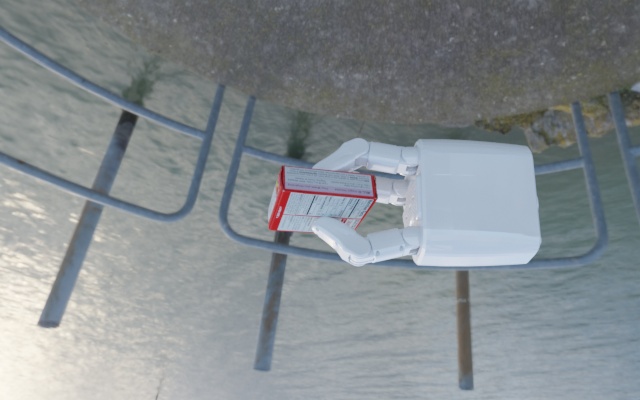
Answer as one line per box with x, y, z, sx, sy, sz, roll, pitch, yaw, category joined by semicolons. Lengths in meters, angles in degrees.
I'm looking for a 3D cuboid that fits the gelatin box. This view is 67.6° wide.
0.000;0.002;0.448;0.089;0.030;0.073;4;-32;-14;gelatin box
